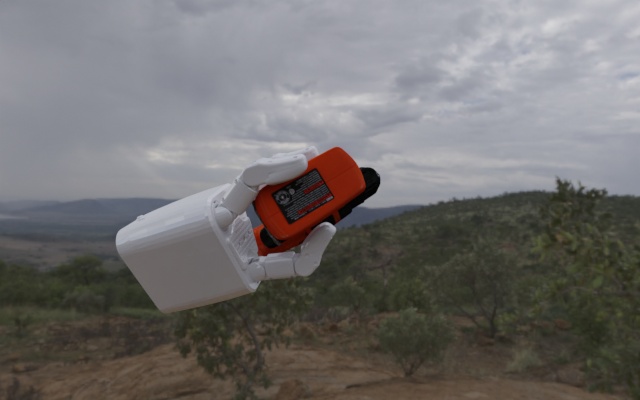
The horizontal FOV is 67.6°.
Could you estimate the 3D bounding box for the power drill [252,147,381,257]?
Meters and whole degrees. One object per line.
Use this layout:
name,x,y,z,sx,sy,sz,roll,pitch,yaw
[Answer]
power drill,0.000,0.002,0.538,0.184,0.057,0.188,-33,-9,-8
